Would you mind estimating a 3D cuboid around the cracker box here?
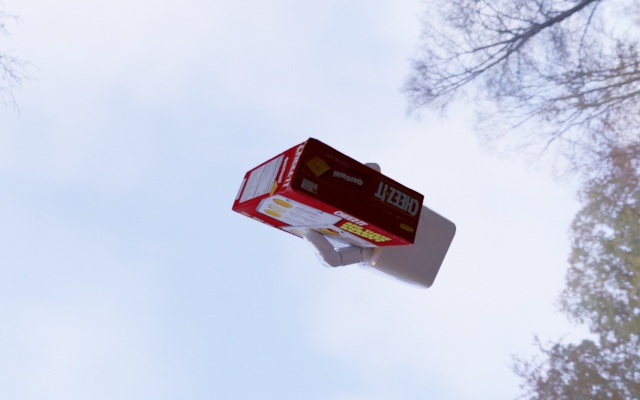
[{"bbox_3d":[0.000,0.002,0.611,0.164,0.072,0.214,24,-17,-22],"label":"cracker box"}]
